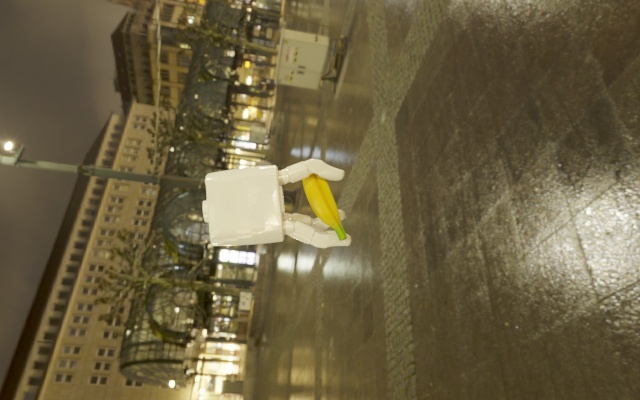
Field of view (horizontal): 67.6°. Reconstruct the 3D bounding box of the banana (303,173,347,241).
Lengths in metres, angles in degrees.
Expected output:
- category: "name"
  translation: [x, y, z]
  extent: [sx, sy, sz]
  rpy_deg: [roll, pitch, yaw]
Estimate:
- category: "banana"
  translation: [-0.004, -0.011, 0.747]
  extent: [0.037, 0.070, 0.197]
  rpy_deg: [-18, 30, -2]
